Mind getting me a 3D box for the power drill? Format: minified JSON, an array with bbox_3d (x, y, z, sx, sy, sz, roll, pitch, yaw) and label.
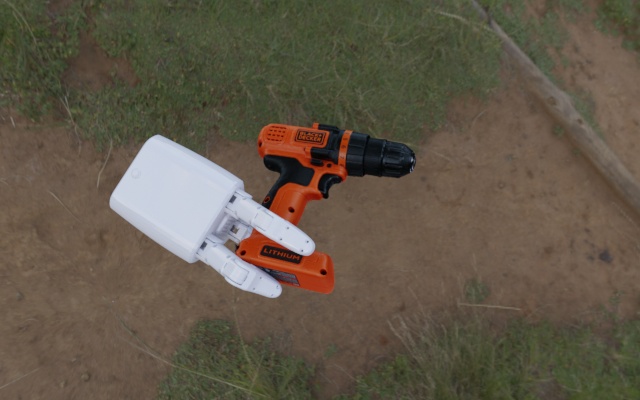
[{"bbox_3d":[0.000,0.002,0.521,0.184,0.187,0.057,9,-29,15],"label":"power drill"}]
